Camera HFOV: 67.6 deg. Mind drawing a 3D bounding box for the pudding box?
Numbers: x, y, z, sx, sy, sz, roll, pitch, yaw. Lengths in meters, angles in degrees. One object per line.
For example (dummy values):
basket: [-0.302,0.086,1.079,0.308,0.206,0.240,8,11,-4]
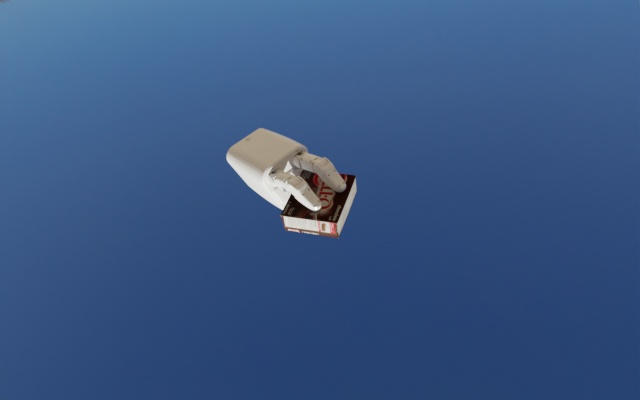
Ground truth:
pudding box: [0.000,0.003,0.742,0.090,0.039,0.113,6,46,17]
